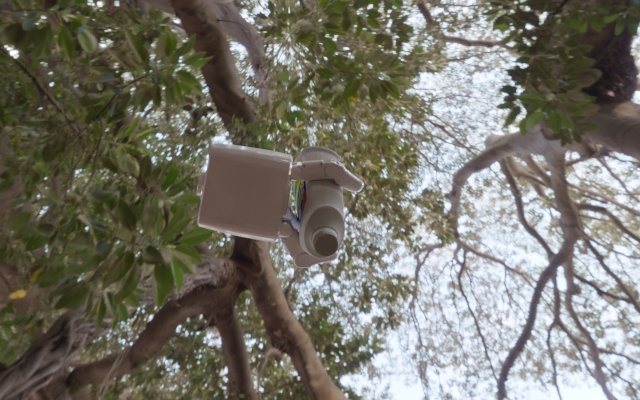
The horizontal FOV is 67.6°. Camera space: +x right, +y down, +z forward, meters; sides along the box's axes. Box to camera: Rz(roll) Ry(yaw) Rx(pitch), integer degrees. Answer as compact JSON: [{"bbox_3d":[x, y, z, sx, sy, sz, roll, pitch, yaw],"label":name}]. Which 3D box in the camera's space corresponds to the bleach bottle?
[{"bbox_3d":[0.000,0.002,0.659,0.068,0.102,0.250,10,18,-7],"label":"bleach bottle"}]
